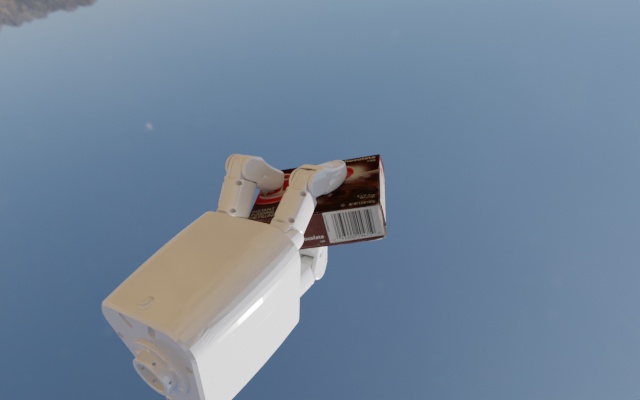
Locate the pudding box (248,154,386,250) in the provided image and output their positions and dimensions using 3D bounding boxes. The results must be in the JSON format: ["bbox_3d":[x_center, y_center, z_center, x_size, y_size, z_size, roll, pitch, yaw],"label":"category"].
[{"bbox_3d":[0.000,0.002,0.419,0.113,0.039,0.090,-7,31,10],"label":"pudding box"}]
